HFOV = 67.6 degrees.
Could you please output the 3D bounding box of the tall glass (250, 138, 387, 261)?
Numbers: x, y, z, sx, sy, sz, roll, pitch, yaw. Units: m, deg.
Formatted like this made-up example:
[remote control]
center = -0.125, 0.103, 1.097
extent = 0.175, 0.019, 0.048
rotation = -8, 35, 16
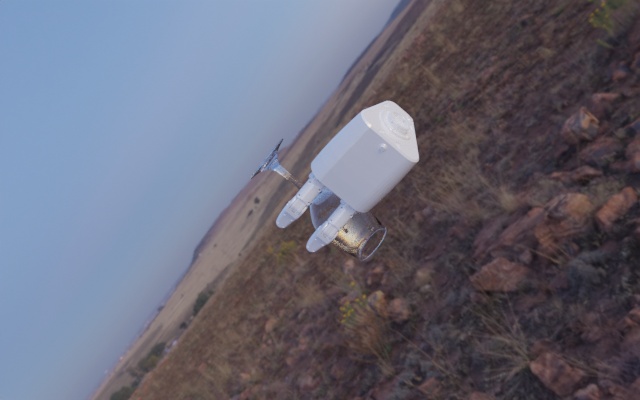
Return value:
[tall glass]
center = 0.000, 0.002, 0.687
extent = 0.201, 0.079, 0.079
rotation = 39, -6, -8
